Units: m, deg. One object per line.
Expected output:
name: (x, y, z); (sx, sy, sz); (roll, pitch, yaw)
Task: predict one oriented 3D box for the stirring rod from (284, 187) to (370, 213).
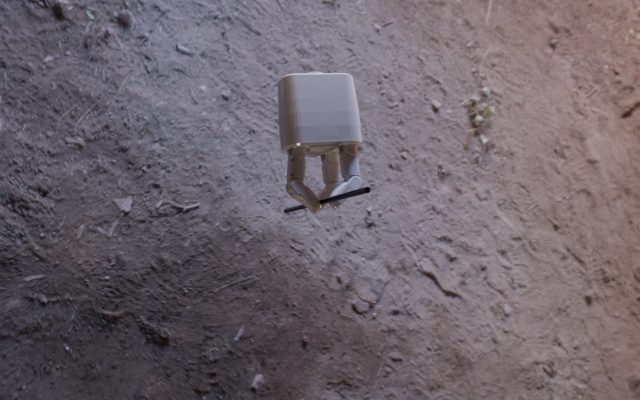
stirring rod: (0.000, 0.002, 0.692); (0.011, 0.011, 0.239); (0, -7, -29)
